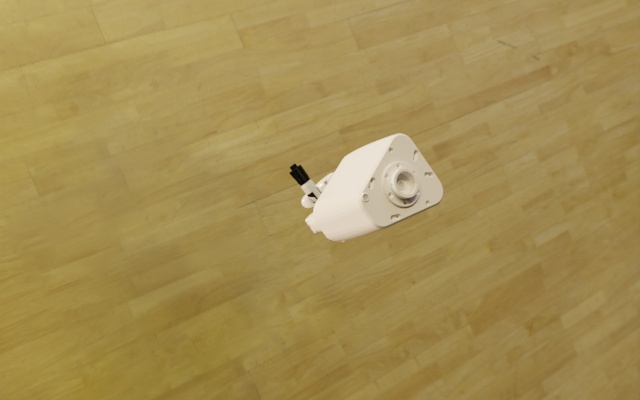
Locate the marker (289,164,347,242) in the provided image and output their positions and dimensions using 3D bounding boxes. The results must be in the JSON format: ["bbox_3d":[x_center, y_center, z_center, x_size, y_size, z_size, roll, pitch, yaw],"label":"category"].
[{"bbox_3d":[0.000,0.002,0.623,0.020,0.121,0.020,-36,8,6],"label":"marker"}]
